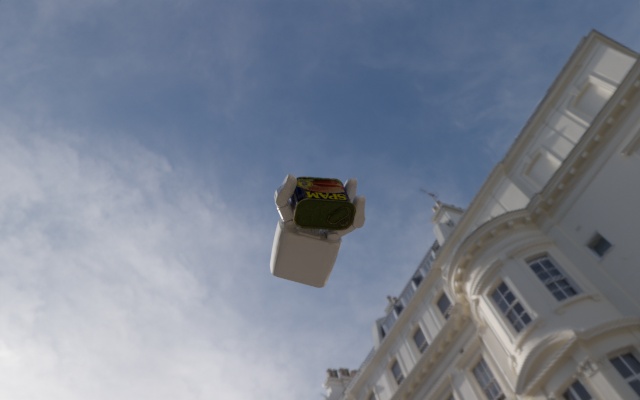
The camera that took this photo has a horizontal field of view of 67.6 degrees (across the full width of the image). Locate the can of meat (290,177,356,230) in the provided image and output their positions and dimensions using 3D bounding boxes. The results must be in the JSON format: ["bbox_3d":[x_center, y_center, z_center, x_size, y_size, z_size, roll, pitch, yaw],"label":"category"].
[{"bbox_3d":[0.000,0.002,0.814,0.102,0.057,0.084,4,31,-15],"label":"can of meat"}]
